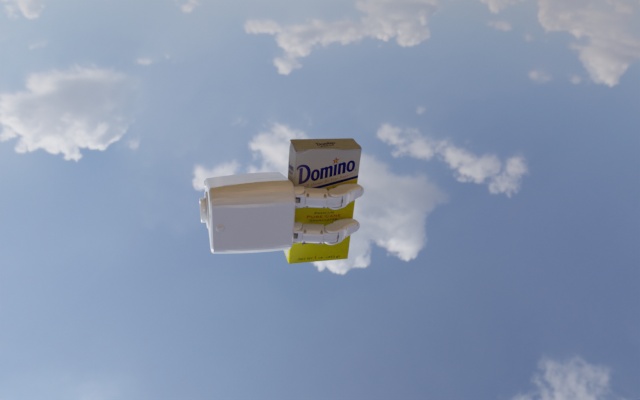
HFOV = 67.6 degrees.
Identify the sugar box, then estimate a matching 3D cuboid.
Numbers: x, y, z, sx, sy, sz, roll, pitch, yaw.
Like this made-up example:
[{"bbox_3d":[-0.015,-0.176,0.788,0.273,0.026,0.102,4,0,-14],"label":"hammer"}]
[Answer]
[{"bbox_3d":[0.000,0.003,0.670,0.093,0.176,0.048,-4,30,-16],"label":"sugar box"}]
